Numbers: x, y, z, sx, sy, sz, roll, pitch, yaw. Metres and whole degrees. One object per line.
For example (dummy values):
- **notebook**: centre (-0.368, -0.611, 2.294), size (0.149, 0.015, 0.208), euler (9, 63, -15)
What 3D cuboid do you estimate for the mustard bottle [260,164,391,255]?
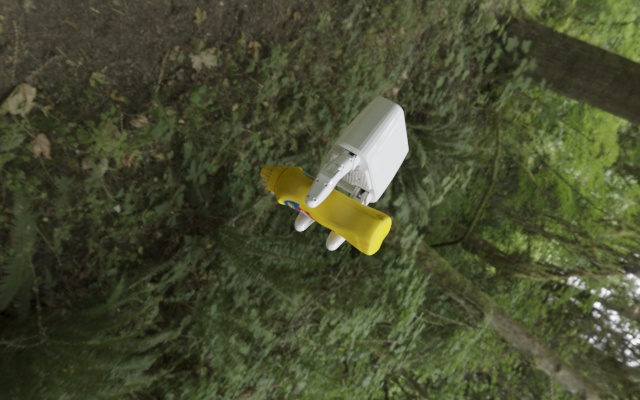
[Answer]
- **mustard bottle**: centre (0.000, 0.003, 0.648), size (0.191, 0.058, 0.096), euler (30, -1, 16)
